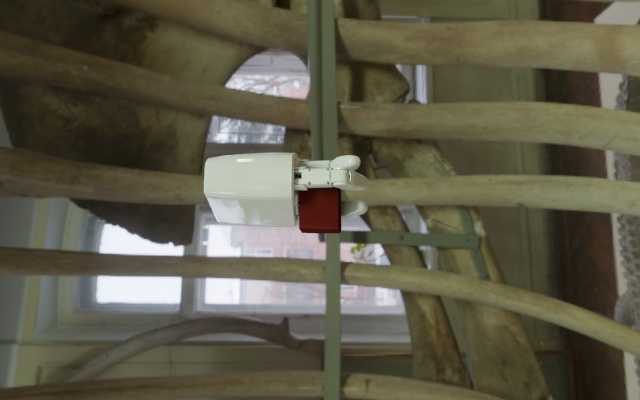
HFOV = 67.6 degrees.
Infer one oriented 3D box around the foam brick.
[{"bbox_3d":[0.000,0.002,0.600,0.051,0.078,0.053,0,-10,1],"label":"foam brick"}]
